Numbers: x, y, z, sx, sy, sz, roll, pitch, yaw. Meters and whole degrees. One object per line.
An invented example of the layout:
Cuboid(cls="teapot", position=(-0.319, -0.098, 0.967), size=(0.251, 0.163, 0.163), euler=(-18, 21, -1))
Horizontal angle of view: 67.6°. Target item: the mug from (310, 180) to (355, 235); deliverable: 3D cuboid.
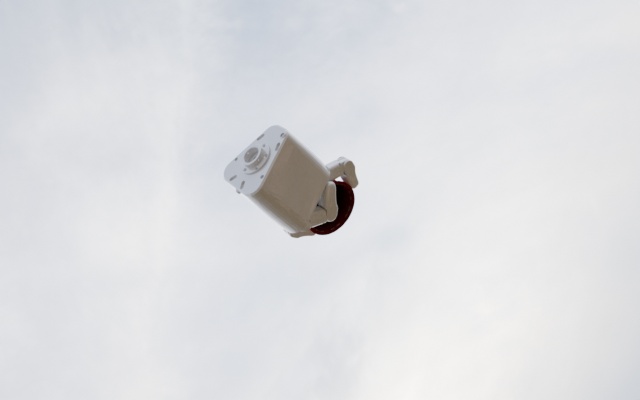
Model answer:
Cuboid(cls="mug", position=(0.001, 0.003, 0.774), size=(0.081, 0.093, 0.117), euler=(36, -7, 45))
